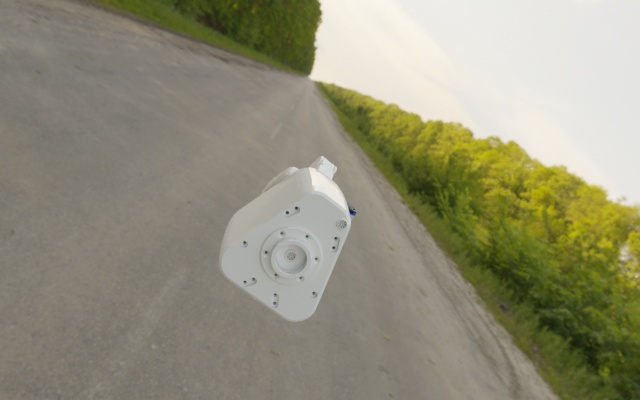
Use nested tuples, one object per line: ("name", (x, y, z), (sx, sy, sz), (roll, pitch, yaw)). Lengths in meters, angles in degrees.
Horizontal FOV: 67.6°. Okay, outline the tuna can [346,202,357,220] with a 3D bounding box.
("tuna can", (0.000, 0.001, 0.564), (0.086, 0.034, 0.086), (35, 5, -4))
